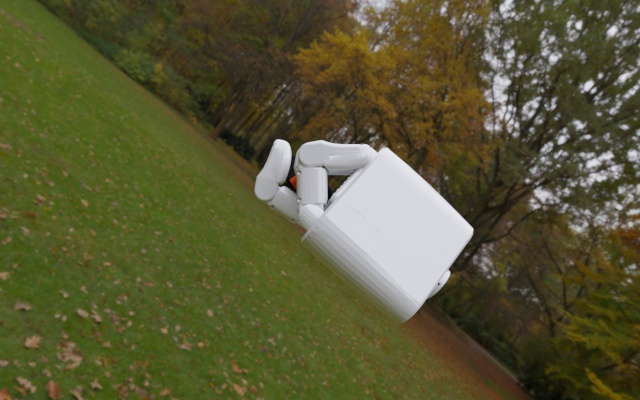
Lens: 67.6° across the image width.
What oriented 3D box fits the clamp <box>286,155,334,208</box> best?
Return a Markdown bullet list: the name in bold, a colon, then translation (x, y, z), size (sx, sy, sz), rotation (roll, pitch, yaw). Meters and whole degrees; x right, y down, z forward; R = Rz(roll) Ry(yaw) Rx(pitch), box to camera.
- **clamp**: translation (0.000, 0.001, 0.514), size (0.120, 0.039, 0.171), rotation (44, -1, 3)
